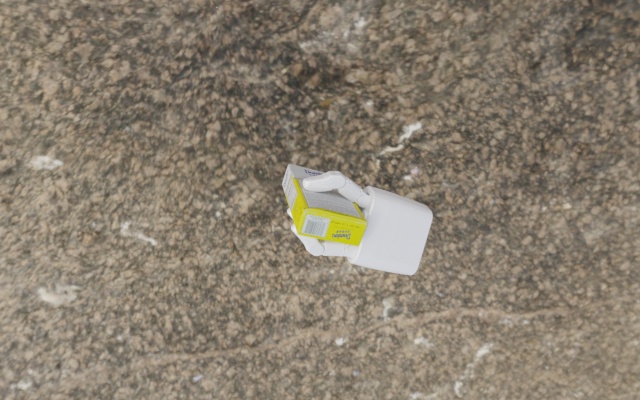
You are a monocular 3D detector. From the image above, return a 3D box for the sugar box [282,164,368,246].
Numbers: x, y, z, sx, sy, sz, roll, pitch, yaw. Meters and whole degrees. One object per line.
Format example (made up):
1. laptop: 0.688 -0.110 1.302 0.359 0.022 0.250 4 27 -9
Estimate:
1. sugar box: 0.000 0.003 0.715 0.093 0.048 0.176 13 18 -16
